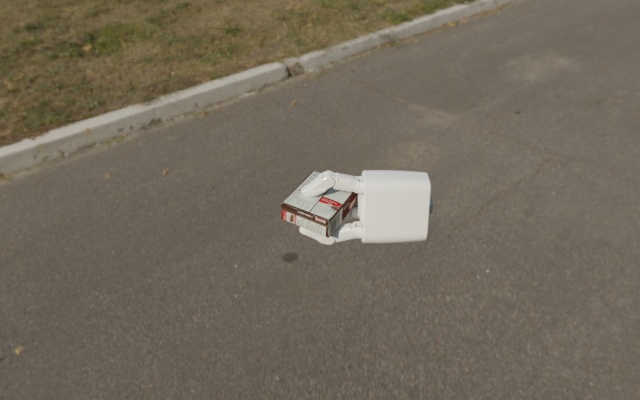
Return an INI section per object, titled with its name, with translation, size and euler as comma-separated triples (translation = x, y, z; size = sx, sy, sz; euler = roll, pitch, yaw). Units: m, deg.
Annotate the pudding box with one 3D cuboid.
[pudding box]
translation = 0.000, 0.002, 0.789
size = 0.090, 0.039, 0.113
euler = 20, 39, 20
